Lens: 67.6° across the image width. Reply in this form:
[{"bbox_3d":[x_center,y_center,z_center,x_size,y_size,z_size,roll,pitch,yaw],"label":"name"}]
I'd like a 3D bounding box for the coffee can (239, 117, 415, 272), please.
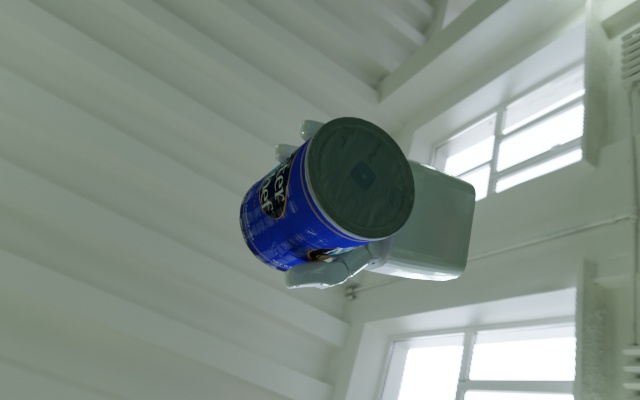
[{"bbox_3d":[0.000,0.001,0.431,0.103,0.102,0.140,0,-18,-32],"label":"coffee can"}]
